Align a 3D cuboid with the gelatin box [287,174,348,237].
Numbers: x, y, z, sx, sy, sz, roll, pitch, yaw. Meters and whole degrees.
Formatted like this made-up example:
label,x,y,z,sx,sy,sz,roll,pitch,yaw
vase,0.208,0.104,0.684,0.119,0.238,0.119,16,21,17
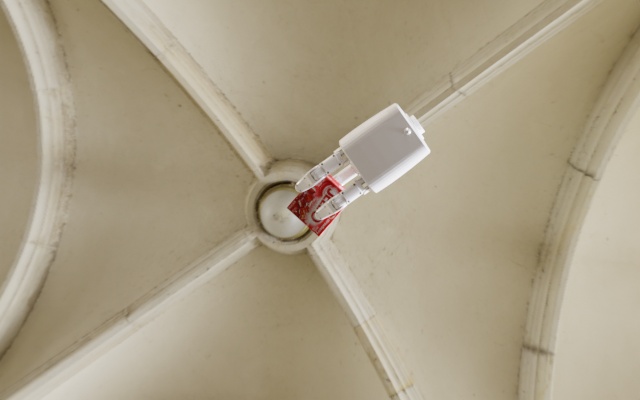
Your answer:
label,x,y,z,sx,sy,sz,roll,pitch,yaw
gelatin box,0.000,0.003,0.786,0.073,0.089,0.030,42,19,2
